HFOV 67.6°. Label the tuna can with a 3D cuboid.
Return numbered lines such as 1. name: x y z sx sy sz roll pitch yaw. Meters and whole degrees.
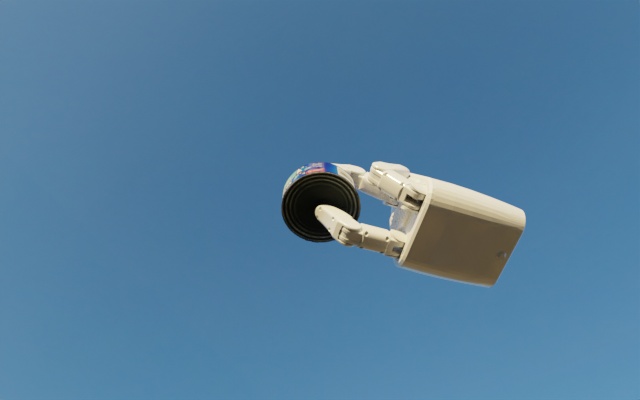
1. tuna can: 0.000 0.001 0.527 0.086 0.086 0.033 0 27 -2
